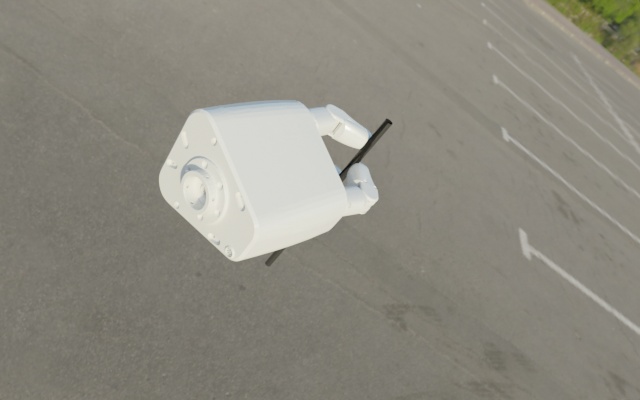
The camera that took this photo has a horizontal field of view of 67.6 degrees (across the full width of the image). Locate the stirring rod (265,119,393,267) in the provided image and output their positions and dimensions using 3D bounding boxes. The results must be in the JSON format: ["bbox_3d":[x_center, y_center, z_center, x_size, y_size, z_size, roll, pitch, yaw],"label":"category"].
[{"bbox_3d":[0.000,0.002,0.515,0.011,0.011,0.240,0,-39,-43],"label":"stirring rod"}]
